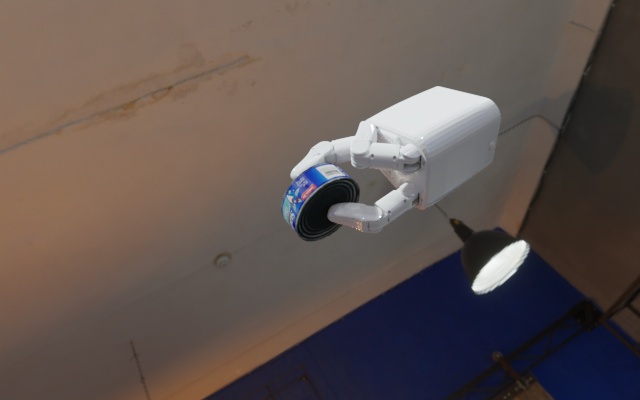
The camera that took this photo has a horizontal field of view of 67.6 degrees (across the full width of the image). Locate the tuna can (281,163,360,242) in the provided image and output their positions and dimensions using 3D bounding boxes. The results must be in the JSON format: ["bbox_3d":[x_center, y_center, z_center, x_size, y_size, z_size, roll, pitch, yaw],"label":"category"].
[{"bbox_3d":[0.000,0.001,0.525,0.086,0.086,0.033,0,36,-47],"label":"tuna can"}]
